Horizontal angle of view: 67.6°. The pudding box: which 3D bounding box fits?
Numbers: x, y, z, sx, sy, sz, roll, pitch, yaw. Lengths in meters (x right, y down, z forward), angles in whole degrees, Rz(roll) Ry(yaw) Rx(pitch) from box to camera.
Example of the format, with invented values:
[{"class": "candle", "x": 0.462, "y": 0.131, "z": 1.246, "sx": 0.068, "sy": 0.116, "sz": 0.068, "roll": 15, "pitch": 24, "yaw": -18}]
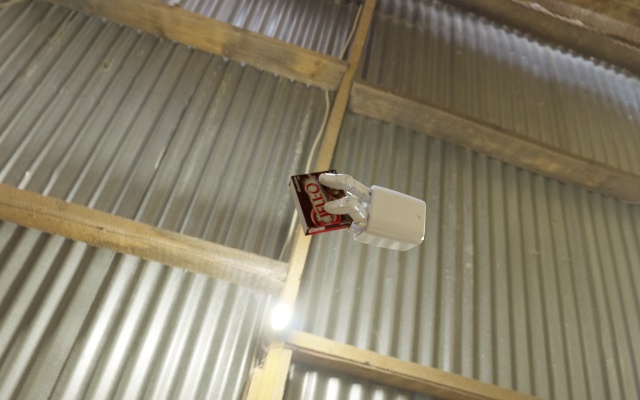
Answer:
[{"class": "pudding box", "x": 0.000, "y": 0.003, "z": 0.871, "sx": 0.090, "sy": 0.113, "sz": 0.039, "roll": -10, "pitch": -29, "yaw": -21}]
